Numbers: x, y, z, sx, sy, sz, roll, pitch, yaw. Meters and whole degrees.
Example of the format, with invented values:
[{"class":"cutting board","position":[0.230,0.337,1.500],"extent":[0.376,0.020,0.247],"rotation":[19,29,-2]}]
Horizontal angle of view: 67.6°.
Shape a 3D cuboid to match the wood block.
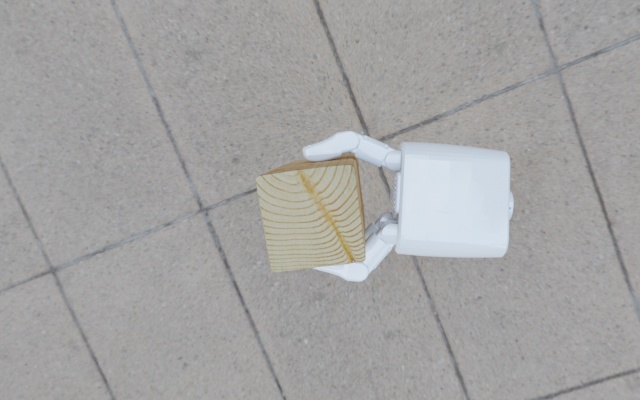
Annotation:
[{"class":"wood block","position":[0.000,0.001,0.523],"extent":[0.090,0.091,0.206],"rotation":[-7,7,6]}]
